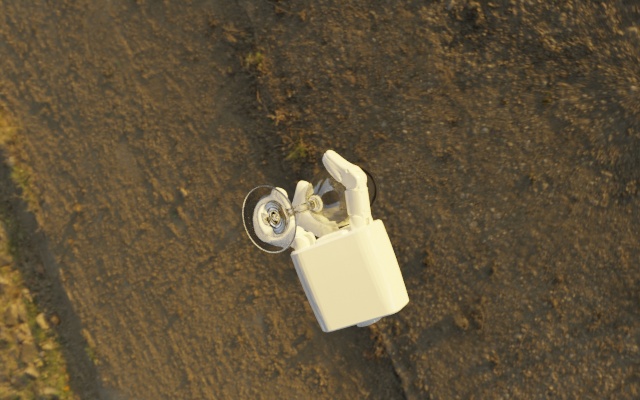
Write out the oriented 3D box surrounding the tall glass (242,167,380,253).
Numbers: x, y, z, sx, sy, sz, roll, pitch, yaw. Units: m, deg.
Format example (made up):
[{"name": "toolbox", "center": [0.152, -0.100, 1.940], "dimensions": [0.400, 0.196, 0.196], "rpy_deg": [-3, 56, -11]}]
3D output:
[{"name": "tall glass", "center": [0.000, 0.002, 0.587], "dimensions": [0.079, 0.079, 0.201], "rpy_deg": [0, 11, 35]}]
